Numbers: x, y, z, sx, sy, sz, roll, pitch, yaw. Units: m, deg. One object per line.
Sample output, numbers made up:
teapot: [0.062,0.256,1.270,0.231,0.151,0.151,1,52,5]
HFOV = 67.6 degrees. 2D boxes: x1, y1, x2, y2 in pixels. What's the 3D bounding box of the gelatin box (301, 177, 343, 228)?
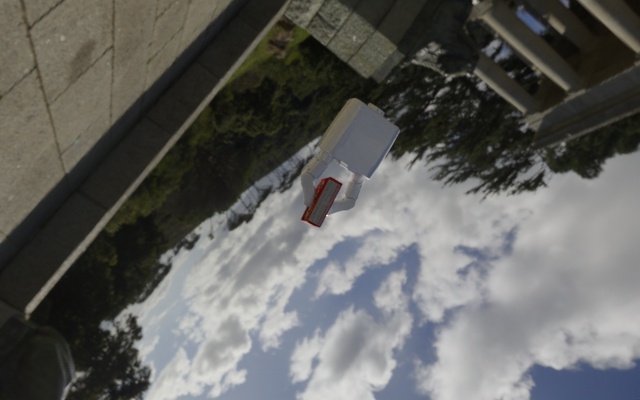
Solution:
gelatin box: [0.000,0.003,0.855,0.030,0.089,0.073,27,-5,-10]
